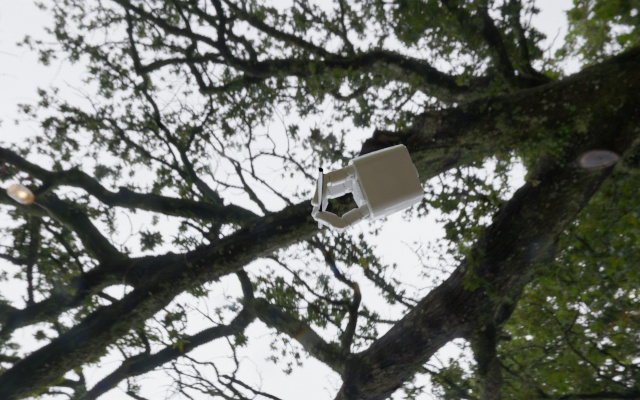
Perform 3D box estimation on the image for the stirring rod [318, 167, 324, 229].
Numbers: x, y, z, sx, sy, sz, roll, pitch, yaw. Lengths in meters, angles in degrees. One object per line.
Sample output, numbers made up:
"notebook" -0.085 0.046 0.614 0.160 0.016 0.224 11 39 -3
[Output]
"stirring rod" 0.000 0.003 0.816 0.011 0.011 0.240 0 -24 0
